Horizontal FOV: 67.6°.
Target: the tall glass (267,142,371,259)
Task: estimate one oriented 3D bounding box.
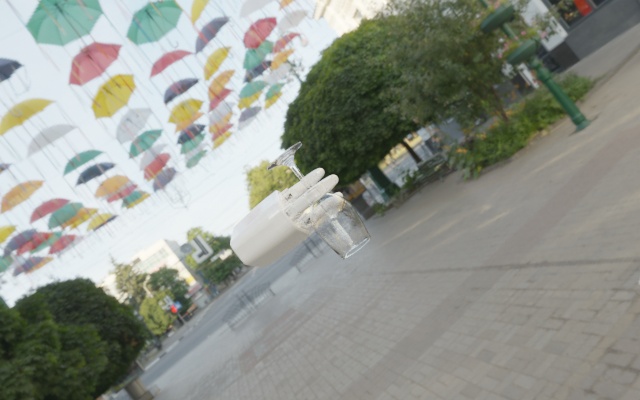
[{"bbox_3d":[0.000,0.002,0.807,0.079,0.201,0.079,-38,-1,0],"label":"tall glass"}]
